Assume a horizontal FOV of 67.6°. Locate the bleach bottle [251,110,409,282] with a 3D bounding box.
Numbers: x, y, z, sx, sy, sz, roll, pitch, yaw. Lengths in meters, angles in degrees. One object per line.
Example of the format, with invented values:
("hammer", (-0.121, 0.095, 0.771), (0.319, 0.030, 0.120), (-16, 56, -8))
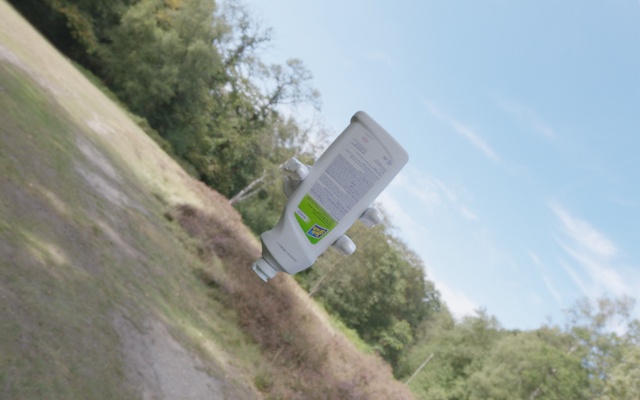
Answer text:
("bleach bottle", (0.000, 0.002, 0.640), (0.102, 0.251, 0.068), (44, -6, 4))
